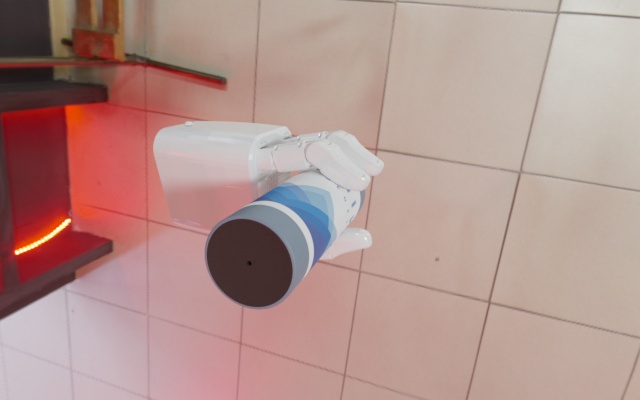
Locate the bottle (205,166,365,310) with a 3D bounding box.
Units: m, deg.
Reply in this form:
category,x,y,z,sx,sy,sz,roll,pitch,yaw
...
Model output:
category,x,y,z,sx,sy,sz,roll,pitch,yaw
bottle,0.000,0.002,0.443,0.069,0.069,0.295,0,16,19
